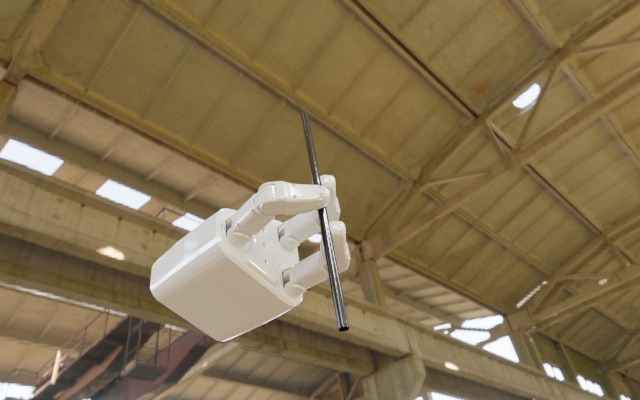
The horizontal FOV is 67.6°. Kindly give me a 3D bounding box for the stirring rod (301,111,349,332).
[{"bbox_3d":[0.000,0.001,0.418,0.011,0.239,0.011,-6,-40,-5],"label":"stirring rod"}]
